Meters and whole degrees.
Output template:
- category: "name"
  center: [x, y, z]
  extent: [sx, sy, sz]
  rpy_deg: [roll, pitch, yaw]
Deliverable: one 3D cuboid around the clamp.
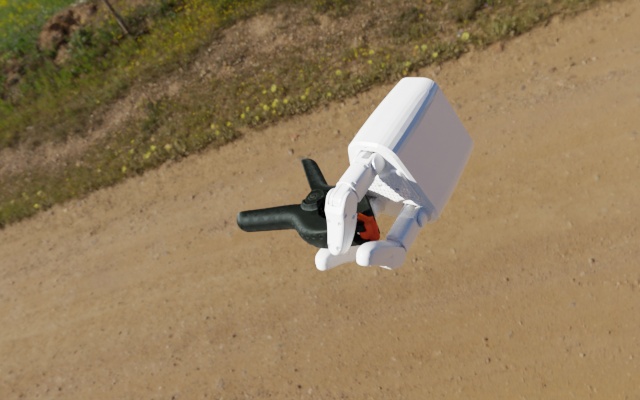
- category: "clamp"
  center: [0.000, 0.001, 0.510]
  extent: [0.171, 0.120, 0.039]
  rpy_deg: [13, -34, 39]
